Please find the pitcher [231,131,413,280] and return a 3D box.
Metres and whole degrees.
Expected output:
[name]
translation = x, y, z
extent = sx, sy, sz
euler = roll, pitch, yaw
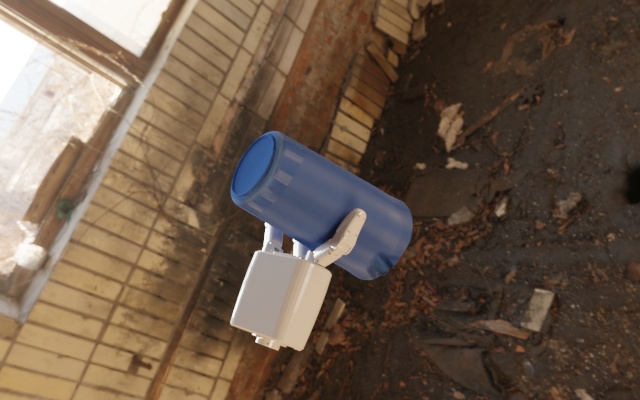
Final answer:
[pitcher]
translation = 0.000, 0.002, 0.669
extent = 0.243, 0.145, 0.149
euler = 31, -22, -32
